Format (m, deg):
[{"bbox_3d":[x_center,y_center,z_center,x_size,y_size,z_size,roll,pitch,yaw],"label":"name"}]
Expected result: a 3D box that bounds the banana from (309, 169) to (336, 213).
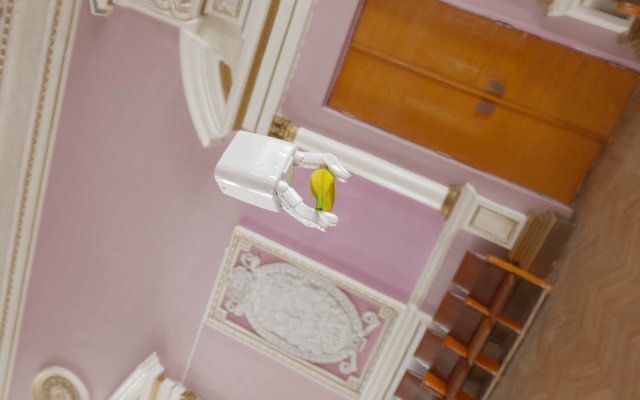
[{"bbox_3d":[0.003,-0.016,0.808,0.037,0.069,0.198,10,-1,7],"label":"banana"}]
